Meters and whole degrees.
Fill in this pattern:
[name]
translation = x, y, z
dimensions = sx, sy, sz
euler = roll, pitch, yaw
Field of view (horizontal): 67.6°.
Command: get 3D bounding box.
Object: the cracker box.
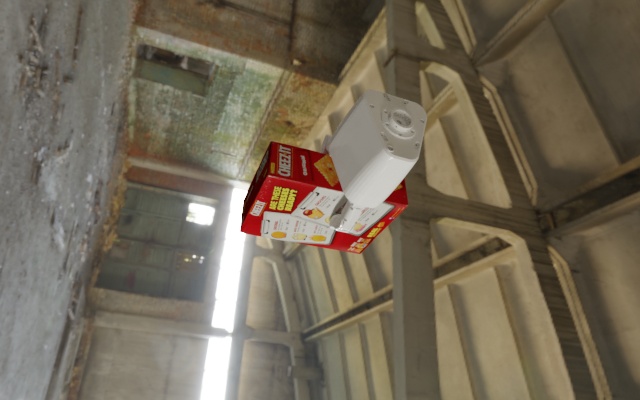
[cracker box]
translation = 0.000, 0.003, 0.736
dimensions = 0.214, 0.072, 0.164
euler = 12, -36, -18
